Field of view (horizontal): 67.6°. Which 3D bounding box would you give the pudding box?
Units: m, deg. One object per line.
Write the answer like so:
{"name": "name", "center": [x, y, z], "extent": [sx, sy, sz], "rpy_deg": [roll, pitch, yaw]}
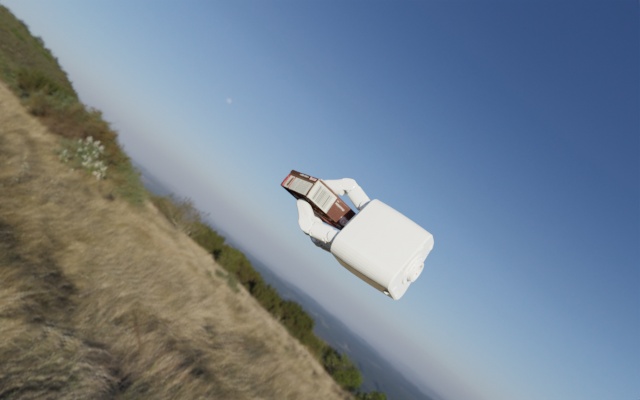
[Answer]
{"name": "pudding box", "center": [0.000, 0.002, 0.778], "extent": [0.113, 0.039, 0.090], "rpy_deg": [45, -13, -33]}
